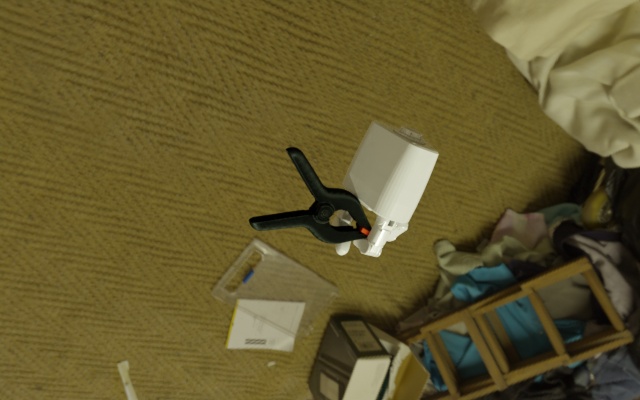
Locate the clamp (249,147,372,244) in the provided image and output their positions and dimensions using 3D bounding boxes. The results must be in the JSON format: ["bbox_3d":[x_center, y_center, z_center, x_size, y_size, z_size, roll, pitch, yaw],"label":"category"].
[{"bbox_3d":[0.000,0.003,0.648,0.171,0.120,0.039,15,19,-23],"label":"clamp"}]
